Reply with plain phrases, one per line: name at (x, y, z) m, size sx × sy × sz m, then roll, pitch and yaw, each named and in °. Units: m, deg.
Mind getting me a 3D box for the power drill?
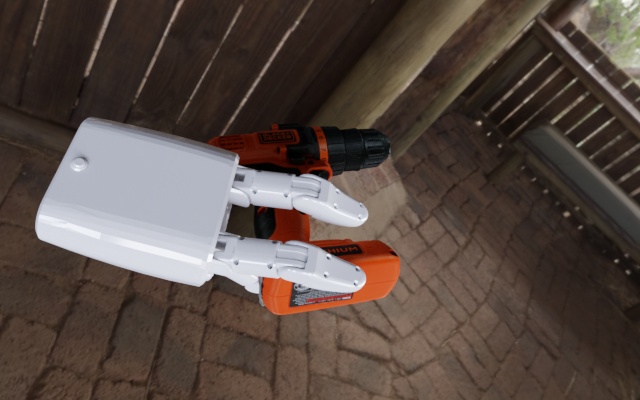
power drill at (0.000, 0.002, 0.418) m, size 0.184 × 0.057 × 0.187 m, roll -8°, pitch 44°, yaw -15°
